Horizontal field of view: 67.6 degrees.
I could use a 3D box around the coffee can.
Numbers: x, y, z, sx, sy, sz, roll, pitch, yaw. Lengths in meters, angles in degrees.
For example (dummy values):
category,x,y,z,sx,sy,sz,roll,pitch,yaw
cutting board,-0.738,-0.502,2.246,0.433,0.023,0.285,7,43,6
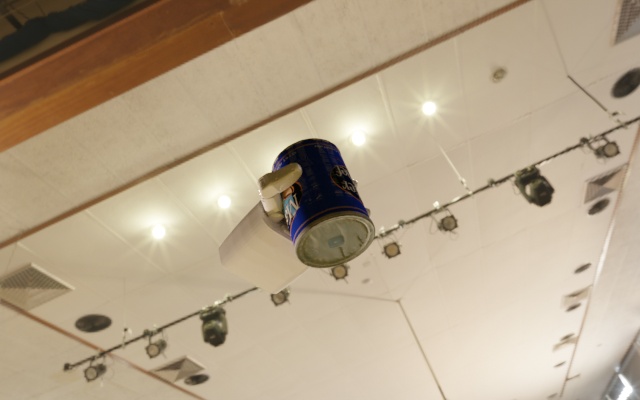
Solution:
category,x,y,z,sx,sy,sz,roll,pitch,yaw
coffee can,0.000,0.002,0.625,0.103,0.140,0.103,-12,-41,-10
